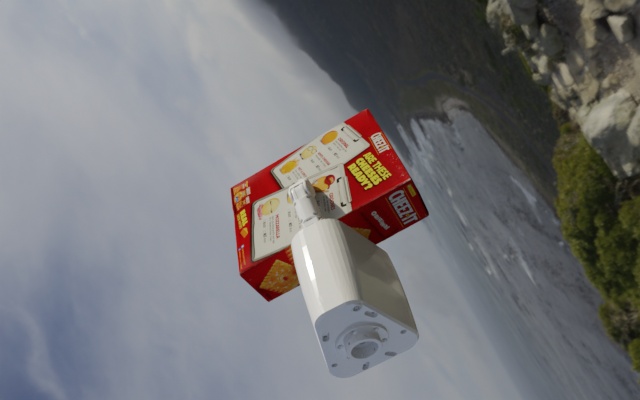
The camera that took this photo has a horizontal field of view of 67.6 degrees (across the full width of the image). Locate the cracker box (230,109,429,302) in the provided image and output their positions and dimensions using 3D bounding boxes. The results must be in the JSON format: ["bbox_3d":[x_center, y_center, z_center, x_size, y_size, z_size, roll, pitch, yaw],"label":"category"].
[{"bbox_3d":[0.000,0.002,0.583,0.214,0.072,0.164,-29,39,8],"label":"cracker box"}]
